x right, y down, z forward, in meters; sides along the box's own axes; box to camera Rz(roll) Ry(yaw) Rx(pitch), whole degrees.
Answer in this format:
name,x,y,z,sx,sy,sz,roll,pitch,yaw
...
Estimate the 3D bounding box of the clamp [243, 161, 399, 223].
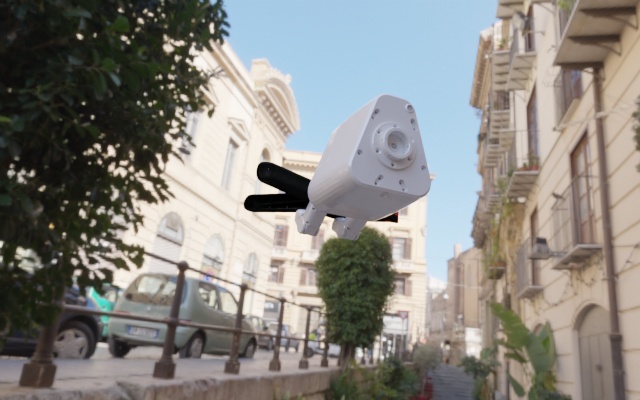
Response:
name,x,y,z,sx,sy,sz,roll,pitch,yaw
clamp,0.001,0.001,0.630,0.210,0.036,0.164,12,-16,-19
